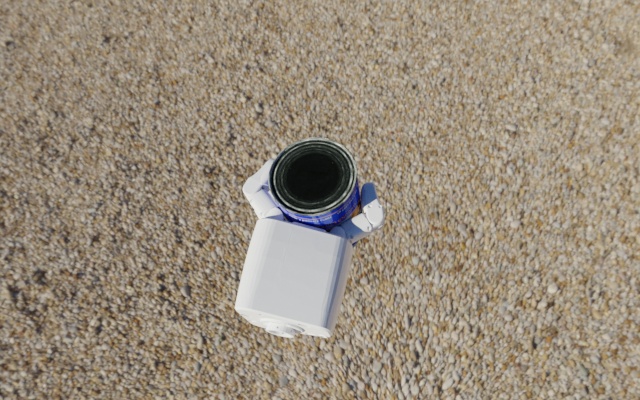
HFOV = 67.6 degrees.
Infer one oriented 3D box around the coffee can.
[{"bbox_3d":[0.000,0.002,0.600,0.103,0.102,0.140,0,-27,9],"label":"coffee can"}]
